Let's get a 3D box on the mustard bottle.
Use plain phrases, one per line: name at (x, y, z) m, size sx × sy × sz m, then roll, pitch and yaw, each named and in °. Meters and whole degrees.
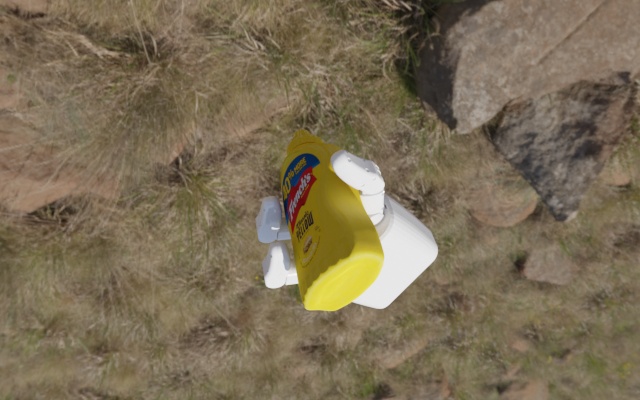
mustard bottle at (0.000, 0.002, 0.464) m, size 0.058 × 0.191 × 0.096 m, roll 8°, pitch -43°, yaw -27°
